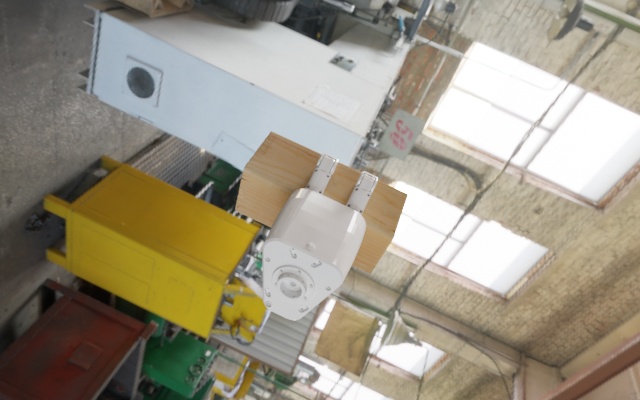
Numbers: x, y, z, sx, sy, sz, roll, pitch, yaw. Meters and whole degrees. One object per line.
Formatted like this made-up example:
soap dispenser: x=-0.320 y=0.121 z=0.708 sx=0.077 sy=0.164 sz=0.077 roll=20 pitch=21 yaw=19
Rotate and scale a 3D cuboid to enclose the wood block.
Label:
wood block: x=0.000 y=0.003 z=0.652 sx=0.206 sy=0.090 sz=0.091 roll=25 pitch=-43 yaw=2
